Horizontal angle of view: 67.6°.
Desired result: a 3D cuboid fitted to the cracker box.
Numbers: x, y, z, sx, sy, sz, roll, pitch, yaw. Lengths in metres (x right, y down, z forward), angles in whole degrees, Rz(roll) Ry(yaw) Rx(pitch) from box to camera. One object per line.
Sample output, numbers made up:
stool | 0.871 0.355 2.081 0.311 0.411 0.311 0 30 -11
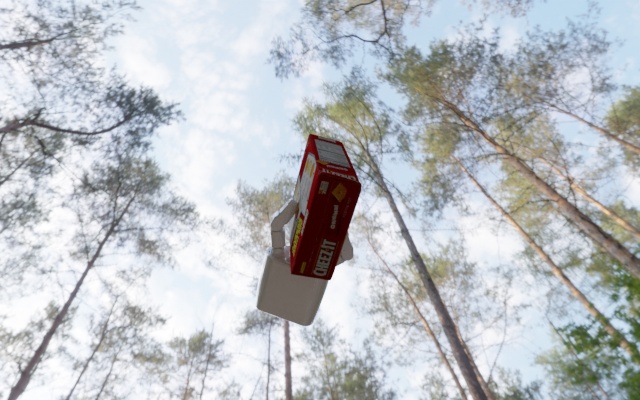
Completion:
cracker box | 0.000 0.002 0.771 0.072 0.164 0.213 12 21 -10
